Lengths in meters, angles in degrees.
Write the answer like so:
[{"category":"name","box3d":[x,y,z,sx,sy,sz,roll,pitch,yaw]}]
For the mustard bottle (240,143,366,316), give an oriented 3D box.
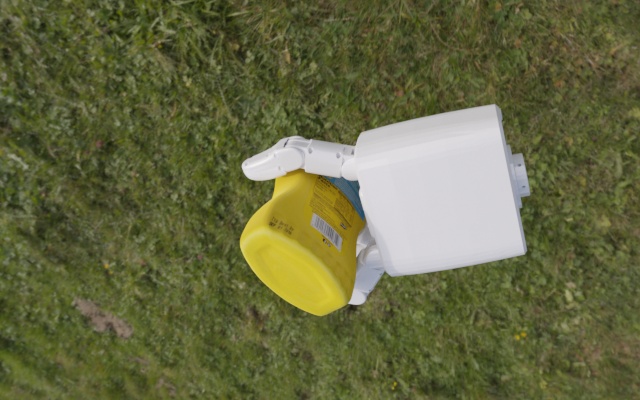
[{"category":"mustard bottle","box3d":[0.000,0.002,0.427,0.058,0.096,0.191,-36,21,33]}]
